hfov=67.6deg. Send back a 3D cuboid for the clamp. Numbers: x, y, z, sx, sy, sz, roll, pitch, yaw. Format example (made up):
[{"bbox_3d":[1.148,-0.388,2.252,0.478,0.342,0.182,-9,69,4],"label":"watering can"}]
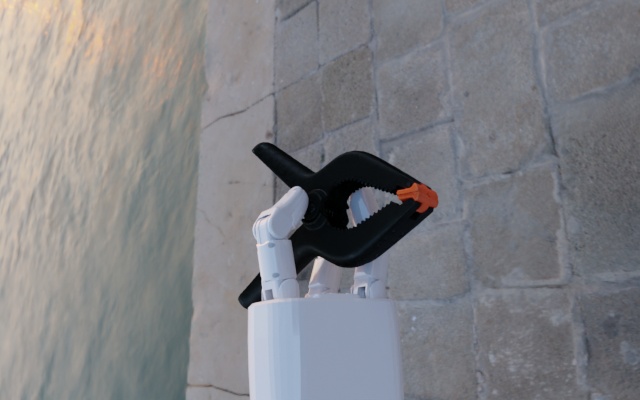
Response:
[{"bbox_3d":[0.000,0.001,0.409,0.210,0.164,0.036,-19,-24,41],"label":"clamp"}]
